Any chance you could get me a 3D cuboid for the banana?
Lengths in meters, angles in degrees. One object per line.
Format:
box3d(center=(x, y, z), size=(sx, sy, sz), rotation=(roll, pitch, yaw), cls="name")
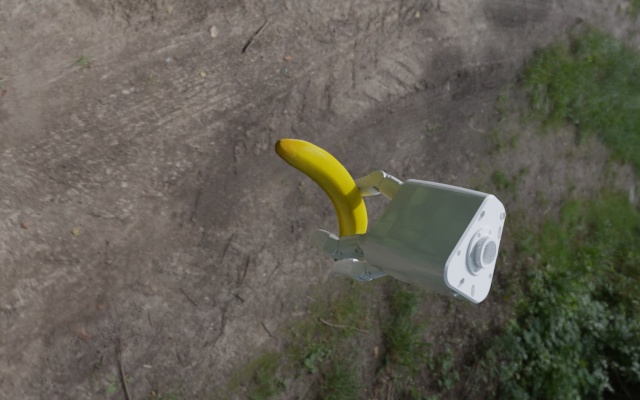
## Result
box3d(center=(0.014, -0.007, 0.584), size=(0.069, 0.198, 0.037), rotation=(-44, 35, -23), cls="banana")
